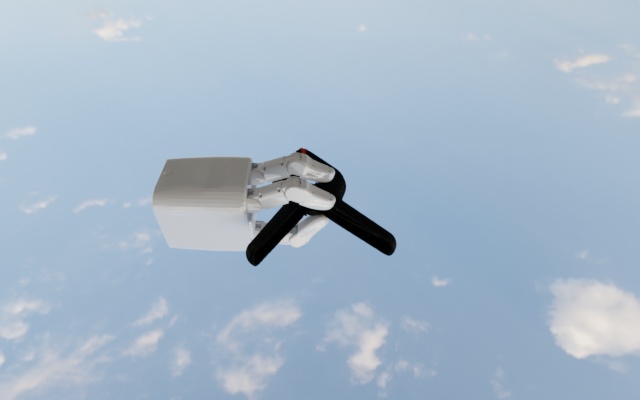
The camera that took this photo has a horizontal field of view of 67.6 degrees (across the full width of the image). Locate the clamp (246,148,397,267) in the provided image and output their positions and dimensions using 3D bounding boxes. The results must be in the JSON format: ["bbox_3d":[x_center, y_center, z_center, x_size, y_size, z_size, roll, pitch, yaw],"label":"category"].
[{"bbox_3d":[0.000,0.002,0.587,0.164,0.036,0.209,2,37,-3],"label":"clamp"}]
